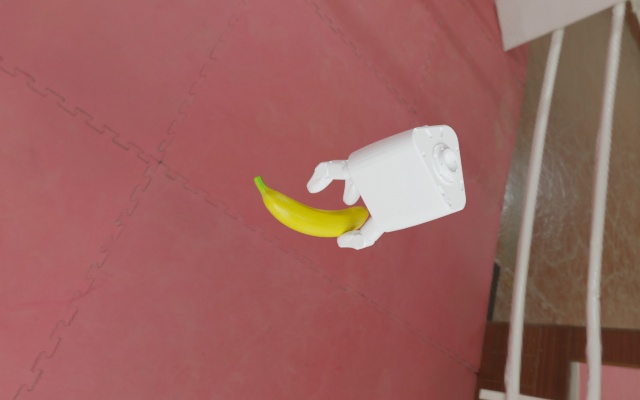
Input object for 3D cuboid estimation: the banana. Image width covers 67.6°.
[{"bbox_3d":[-0.003,0.018,0.673,0.198,0.069,0.037,18,-29,-34],"label":"banana"}]
